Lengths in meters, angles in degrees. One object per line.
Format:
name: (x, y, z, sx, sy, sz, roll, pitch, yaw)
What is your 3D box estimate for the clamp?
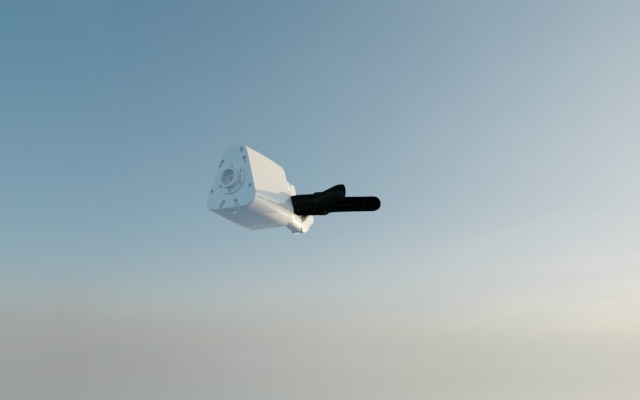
clamp: (0.000, 0.002, 0.782, 0.171, 0.039, 0.120, -8, -21, 26)
